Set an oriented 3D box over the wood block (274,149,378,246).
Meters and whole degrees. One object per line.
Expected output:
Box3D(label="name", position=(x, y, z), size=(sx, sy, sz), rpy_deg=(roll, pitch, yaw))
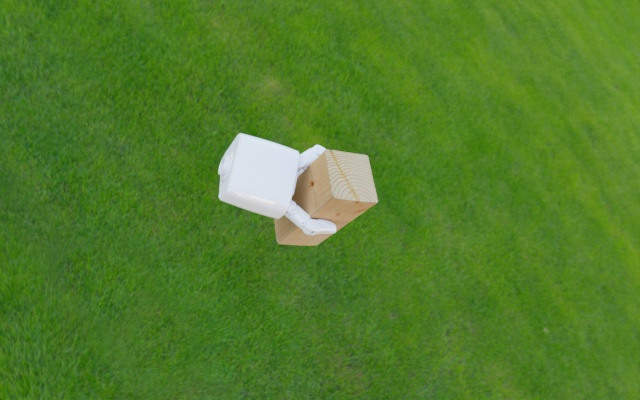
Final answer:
Box3D(label="wood block", position=(0.000, 0.003, 0.852), size=(0.090, 0.090, 0.206), rpy_deg=(5, -27, -30))
